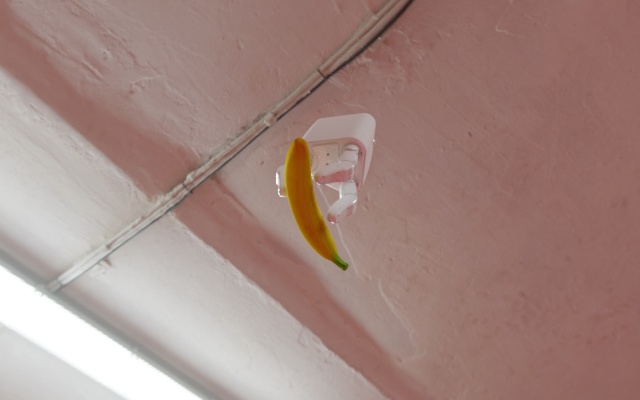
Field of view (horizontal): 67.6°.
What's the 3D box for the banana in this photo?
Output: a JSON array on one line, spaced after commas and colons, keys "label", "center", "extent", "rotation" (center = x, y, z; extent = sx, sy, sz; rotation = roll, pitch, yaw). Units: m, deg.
[{"label": "banana", "center": [-0.013, 0.005, 0.646], "extent": [0.069, 0.198, 0.037], "rotation": [1, 32, 41]}]
